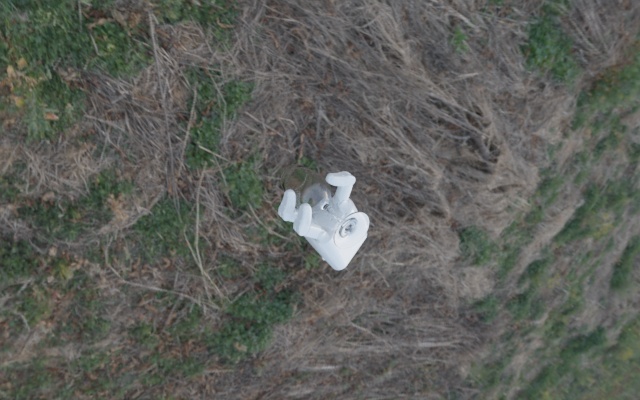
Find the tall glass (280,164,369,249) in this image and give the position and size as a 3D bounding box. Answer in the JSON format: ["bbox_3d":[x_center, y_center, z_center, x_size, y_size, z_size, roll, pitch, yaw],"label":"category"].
[{"bbox_3d":[0.000,0.003,0.880,0.079,0.079,0.201,0,29,-38],"label":"tall glass"}]
